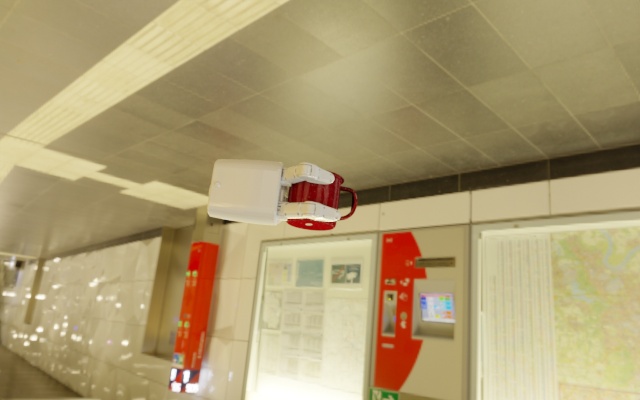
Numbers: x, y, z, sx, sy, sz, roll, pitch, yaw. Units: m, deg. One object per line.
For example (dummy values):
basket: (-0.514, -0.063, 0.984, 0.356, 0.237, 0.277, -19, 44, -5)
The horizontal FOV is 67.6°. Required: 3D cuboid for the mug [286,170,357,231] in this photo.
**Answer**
mug: (0.002, 0.003, 0.765, 0.117, 0.081, 0.093, 5, -15, 3)
